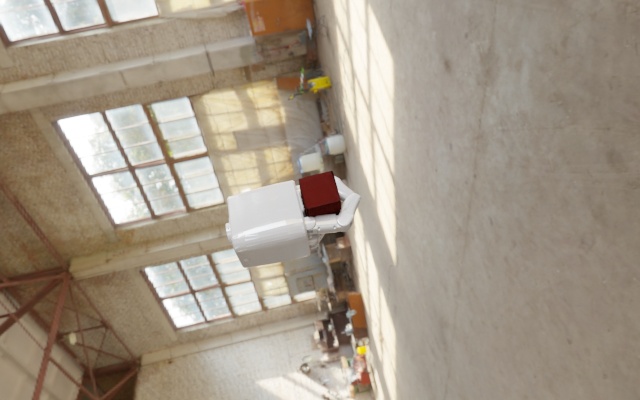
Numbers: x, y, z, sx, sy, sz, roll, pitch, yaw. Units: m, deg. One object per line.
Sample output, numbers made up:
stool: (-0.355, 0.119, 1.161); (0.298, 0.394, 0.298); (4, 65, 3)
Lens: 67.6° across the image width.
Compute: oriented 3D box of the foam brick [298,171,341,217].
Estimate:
foam brick: (0.000, 0.002, 0.705); (0.051, 0.053, 0.078); (-12, -28, -4)
